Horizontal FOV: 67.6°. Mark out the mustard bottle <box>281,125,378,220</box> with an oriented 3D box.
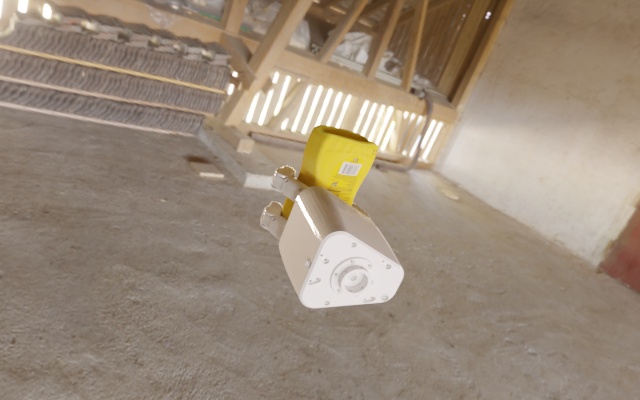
[{"bbox_3d":[0.000,0.002,0.621,0.096,0.192,0.058,3,26,-44],"label":"mustard bottle"}]
